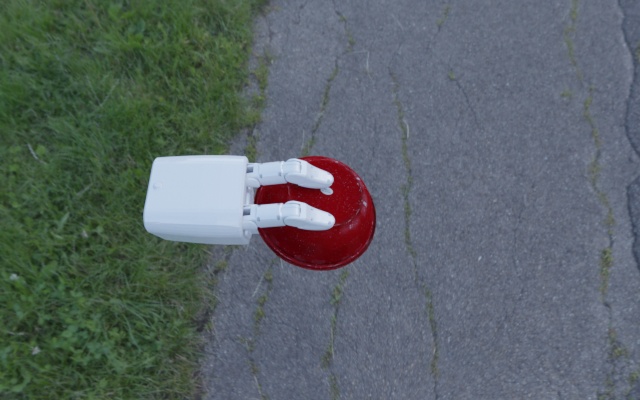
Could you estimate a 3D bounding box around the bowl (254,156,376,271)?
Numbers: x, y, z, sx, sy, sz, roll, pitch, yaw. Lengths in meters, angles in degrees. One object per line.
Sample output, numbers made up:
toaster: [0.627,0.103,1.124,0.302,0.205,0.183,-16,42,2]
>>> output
bowl: [0.001,0.002,0.590,0.162,0.162,0.055,0,-28,-15]
